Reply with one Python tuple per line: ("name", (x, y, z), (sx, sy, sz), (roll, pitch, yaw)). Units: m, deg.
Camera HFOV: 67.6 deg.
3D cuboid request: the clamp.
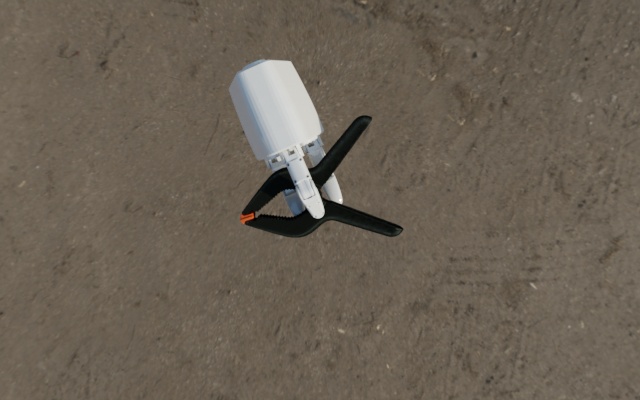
("clamp", (0.000, 0.002, 0.630), (0.210, 0.164, 0.036), (-23, 6, 3))
